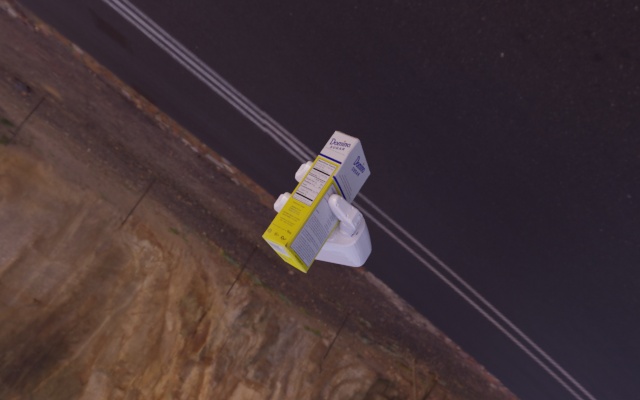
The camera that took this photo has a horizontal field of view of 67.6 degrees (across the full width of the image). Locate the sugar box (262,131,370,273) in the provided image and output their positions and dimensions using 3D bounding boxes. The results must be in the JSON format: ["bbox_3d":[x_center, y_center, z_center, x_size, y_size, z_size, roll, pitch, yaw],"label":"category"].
[{"bbox_3d":[0.000,0.002,0.650,0.048,0.176,0.093,24,-19,26],"label":"sugar box"}]
